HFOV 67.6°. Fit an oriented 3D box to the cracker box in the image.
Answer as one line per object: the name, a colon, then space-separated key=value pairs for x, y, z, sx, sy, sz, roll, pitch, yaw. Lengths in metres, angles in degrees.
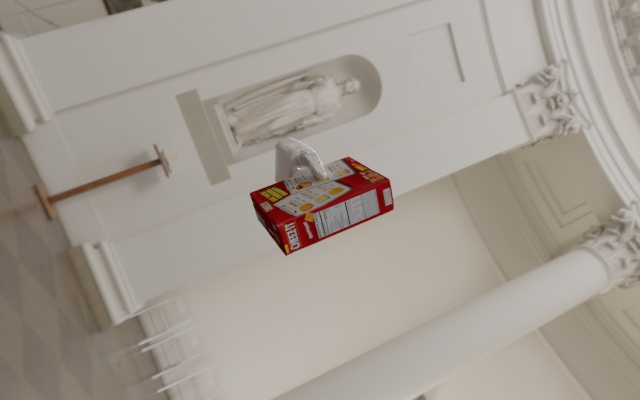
cracker box: x=0.000 y=0.003 z=0.864 sx=0.213 sy=0.072 sz=0.164 roll=-22 pitch=27 yaw=-15
